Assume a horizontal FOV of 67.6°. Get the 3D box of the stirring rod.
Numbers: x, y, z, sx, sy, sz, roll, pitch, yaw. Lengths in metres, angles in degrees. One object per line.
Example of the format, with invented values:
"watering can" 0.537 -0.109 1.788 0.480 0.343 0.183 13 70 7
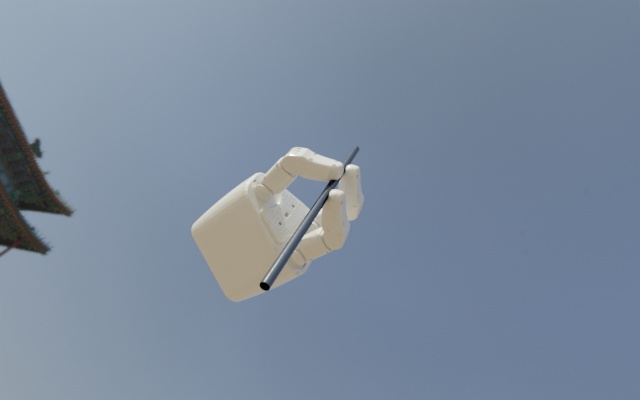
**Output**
"stirring rod" 0.000 0.001 0.431 0.011 0.011 0.239 0 29 22
